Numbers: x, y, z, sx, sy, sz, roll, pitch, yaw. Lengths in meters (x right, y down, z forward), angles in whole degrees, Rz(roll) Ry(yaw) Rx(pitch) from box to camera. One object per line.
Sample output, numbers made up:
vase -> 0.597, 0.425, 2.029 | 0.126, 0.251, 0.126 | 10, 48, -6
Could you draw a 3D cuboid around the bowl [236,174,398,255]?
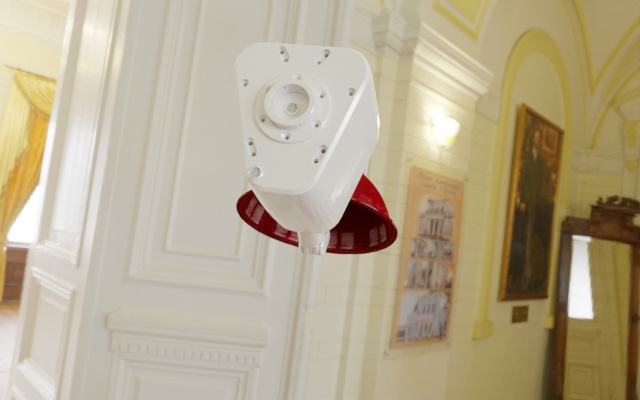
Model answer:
bowl -> 0.000, 0.002, 0.485 | 0.162, 0.055, 0.162 | 9, -25, 4
